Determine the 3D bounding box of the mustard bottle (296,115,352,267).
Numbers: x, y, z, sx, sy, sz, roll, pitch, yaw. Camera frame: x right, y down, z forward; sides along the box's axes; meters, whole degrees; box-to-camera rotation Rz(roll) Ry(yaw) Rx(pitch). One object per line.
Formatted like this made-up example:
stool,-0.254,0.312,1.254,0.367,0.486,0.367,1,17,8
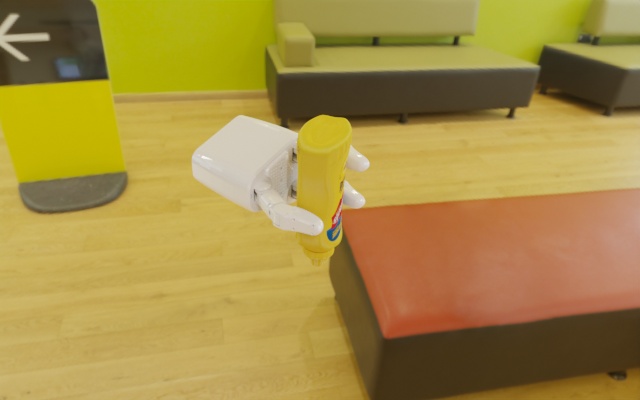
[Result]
mustard bottle,0.000,0.002,0.577,0.058,0.192,0.096,10,34,9
